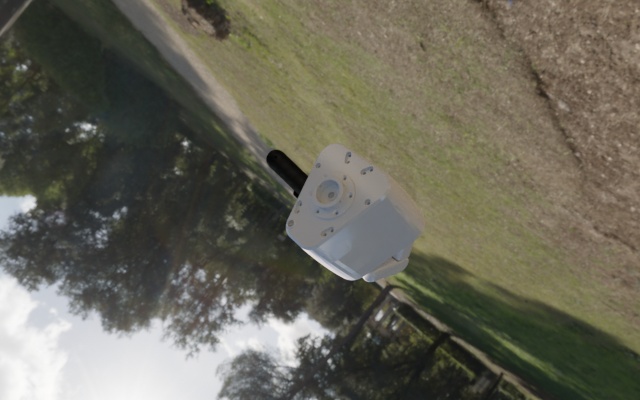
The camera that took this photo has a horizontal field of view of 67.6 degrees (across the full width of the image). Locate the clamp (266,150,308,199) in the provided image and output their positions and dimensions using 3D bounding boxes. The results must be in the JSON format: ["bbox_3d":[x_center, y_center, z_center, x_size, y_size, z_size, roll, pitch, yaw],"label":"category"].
[{"bbox_3d":[0.000,0.003,0.597,0.171,0.039,0.120,37,-2,36],"label":"clamp"}]
